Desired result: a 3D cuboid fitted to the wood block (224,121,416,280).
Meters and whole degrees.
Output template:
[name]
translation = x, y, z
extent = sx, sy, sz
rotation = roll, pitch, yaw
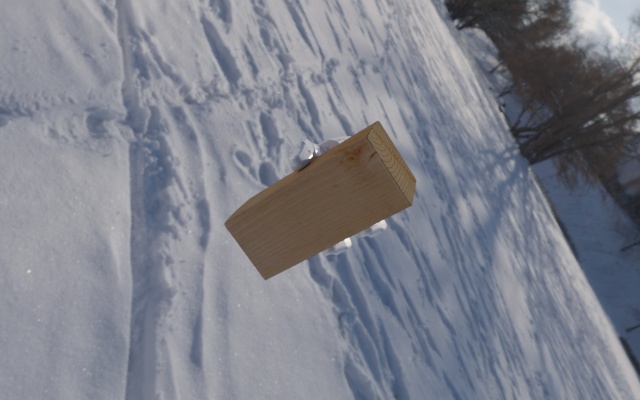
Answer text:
[wood block]
translation = 0.000, 0.001, 0.575
extent = 0.206, 0.091, 0.090
rotation = -30, 11, 23
